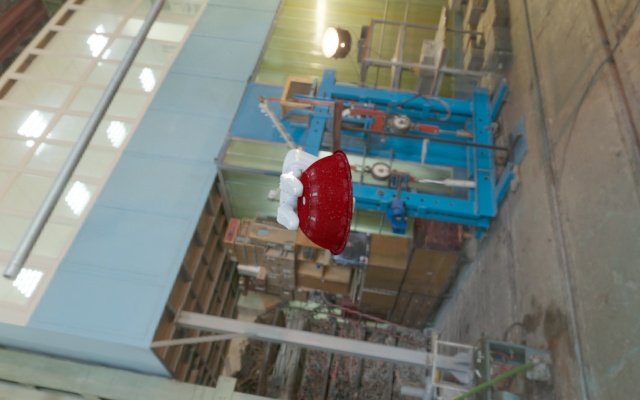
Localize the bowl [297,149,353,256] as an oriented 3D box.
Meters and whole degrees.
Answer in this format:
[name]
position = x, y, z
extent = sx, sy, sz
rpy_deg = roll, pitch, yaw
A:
[bowl]
position = 0.000, 0.002, 0.720
extent = 0.055, 0.162, 0.162
rpy_deg = 2, -1, -14
